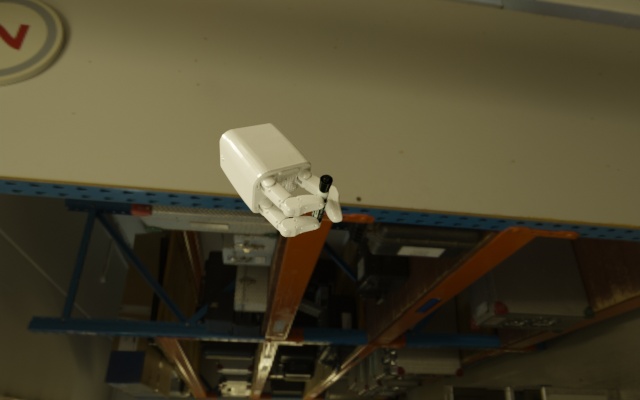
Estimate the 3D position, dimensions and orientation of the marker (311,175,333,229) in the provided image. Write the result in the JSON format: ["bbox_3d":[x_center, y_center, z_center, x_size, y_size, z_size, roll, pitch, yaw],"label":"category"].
[{"bbox_3d":[0.000,0.002,0.718,0.020,0.020,0.121,0,-36,-11],"label":"marker"}]
